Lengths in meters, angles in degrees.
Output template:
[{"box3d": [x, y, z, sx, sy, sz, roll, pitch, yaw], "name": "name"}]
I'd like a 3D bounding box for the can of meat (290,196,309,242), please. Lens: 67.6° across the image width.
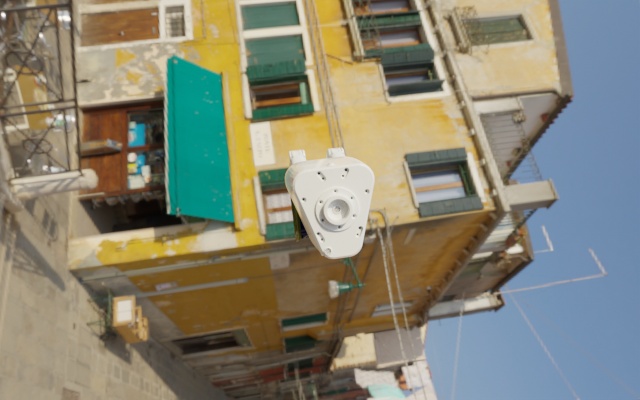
[{"box3d": [0.000, 0.002, 0.685, 0.084, 0.102, 0.057, -7, 5, -5], "name": "can of meat"}]
